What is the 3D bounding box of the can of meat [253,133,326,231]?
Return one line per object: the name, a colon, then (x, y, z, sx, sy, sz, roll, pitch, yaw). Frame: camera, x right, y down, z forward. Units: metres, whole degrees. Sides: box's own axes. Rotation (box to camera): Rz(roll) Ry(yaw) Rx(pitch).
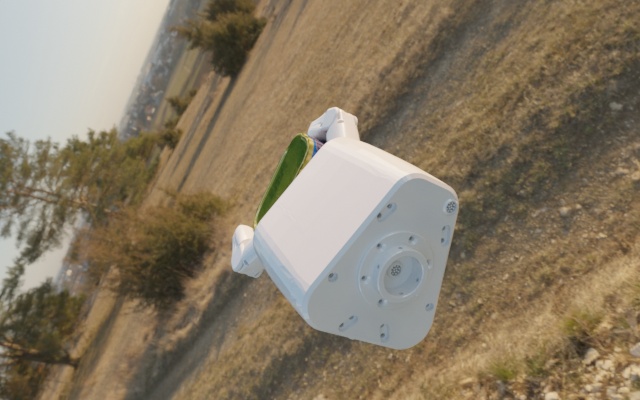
can of meat: (0.000, 0.001, 0.417, 0.084, 0.102, 0.057, 21, 11, -26)
